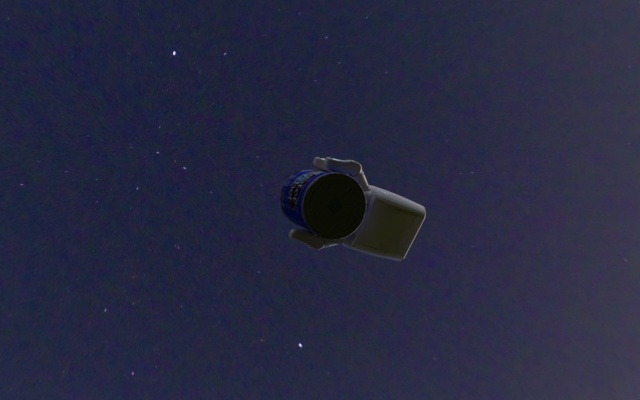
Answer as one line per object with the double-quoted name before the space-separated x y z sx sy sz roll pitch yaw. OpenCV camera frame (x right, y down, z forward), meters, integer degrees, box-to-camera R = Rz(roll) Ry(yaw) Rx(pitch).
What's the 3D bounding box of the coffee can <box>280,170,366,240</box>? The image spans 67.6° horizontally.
"coffee can" 0.000 0.003 0.784 0.103 0.103 0.140 0 5 -19
